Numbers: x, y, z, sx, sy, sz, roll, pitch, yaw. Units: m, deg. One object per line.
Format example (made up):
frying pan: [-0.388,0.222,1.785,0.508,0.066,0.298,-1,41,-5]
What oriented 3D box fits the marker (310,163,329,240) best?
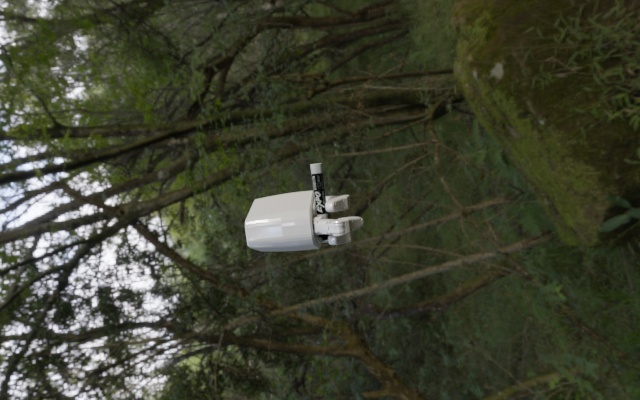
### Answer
marker: [0.000,0.002,0.748,0.020,0.121,0.020,-7,6,1]
